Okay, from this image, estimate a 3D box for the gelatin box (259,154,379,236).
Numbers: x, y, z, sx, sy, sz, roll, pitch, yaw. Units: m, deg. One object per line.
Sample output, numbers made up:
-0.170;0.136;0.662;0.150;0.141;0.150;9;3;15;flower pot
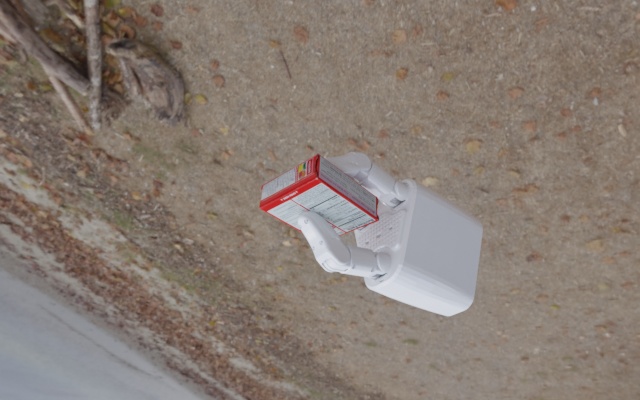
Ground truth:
0.000;0.002;0.446;0.073;0.030;0.089;-26;-43;35;gelatin box
